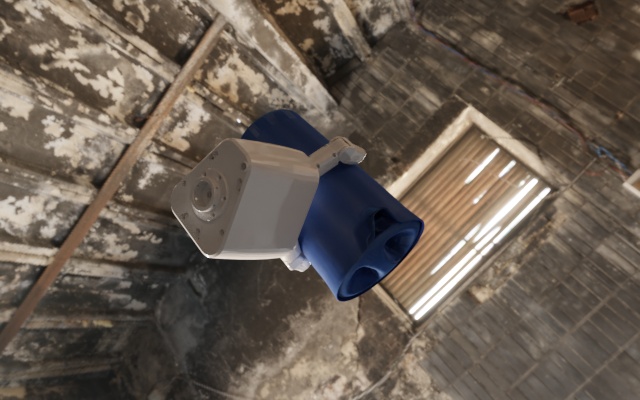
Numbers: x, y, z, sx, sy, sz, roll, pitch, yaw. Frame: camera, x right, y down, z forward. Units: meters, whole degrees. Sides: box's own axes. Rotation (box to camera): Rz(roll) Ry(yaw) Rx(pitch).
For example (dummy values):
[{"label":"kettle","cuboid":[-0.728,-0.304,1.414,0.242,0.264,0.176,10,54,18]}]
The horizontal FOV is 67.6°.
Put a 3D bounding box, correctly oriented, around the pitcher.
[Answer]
[{"label":"pitcher","cuboid":[0.000,0.002,0.605,0.242,0.149,0.145,47,23,27]}]
